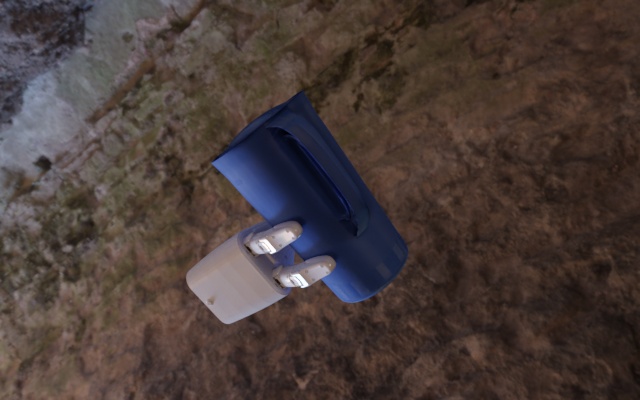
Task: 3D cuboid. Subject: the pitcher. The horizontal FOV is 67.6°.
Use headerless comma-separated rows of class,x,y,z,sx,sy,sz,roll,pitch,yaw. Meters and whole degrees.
pitcher,0.000,0.002,0.562,0.145,0.243,0.149,-33,14,24
